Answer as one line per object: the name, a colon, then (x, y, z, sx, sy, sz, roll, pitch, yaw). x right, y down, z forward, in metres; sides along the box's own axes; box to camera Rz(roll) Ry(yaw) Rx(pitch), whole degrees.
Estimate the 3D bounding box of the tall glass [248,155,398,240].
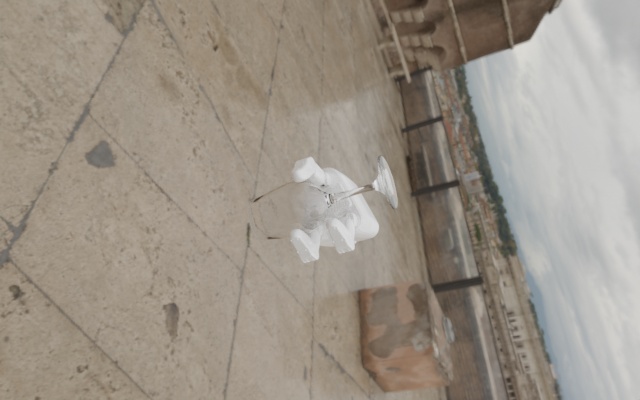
tall glass: (0.001, 0.002, 0.665, 0.201, 0.079, 0.079, -16, -6, 19)
